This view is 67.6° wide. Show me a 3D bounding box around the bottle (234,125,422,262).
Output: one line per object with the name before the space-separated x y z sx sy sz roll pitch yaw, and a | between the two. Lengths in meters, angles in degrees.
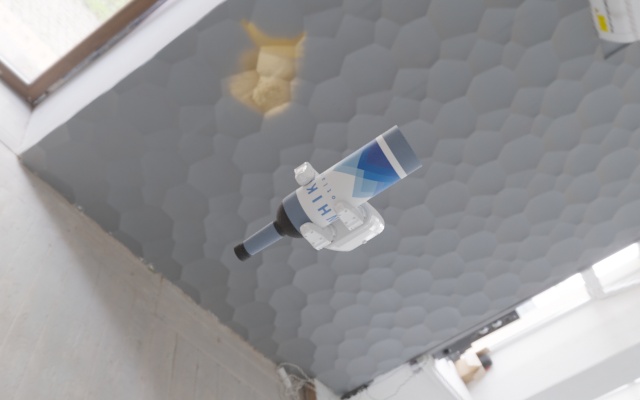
bottle | 0.000 0.002 0.681 0.296 0.069 0.069 -33 -8 12
